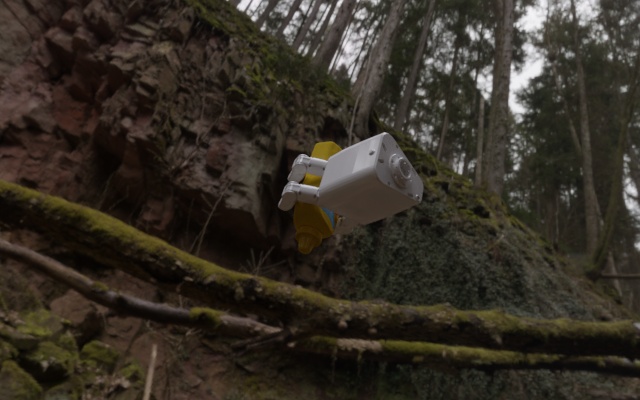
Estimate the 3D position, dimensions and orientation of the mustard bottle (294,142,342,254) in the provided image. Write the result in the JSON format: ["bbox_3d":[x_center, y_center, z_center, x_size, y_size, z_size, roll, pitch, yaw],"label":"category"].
[{"bbox_3d":[0.000,0.002,0.768,0.058,0.191,0.096,-2,-41,24],"label":"mustard bottle"}]
